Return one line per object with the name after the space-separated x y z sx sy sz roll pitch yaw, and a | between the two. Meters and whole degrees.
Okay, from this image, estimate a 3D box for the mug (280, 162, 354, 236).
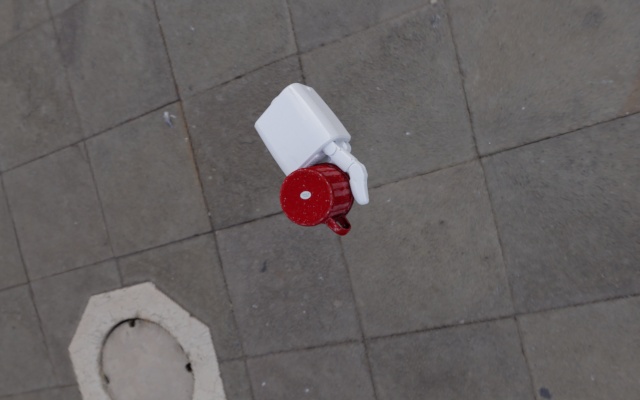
0.001 0.003 0.679 0.093 0.117 0.081 -39 -9 19 | mug
